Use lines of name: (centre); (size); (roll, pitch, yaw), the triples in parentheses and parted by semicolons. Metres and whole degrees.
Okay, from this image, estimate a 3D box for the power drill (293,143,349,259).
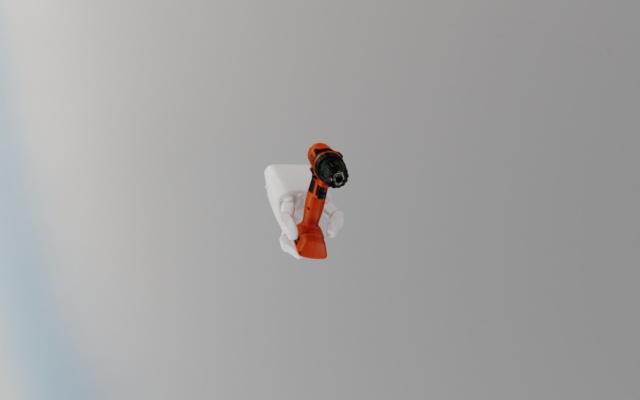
power drill: (0.000, 0.003, 0.829); (0.057, 0.188, 0.184); (10, 16, -11)
